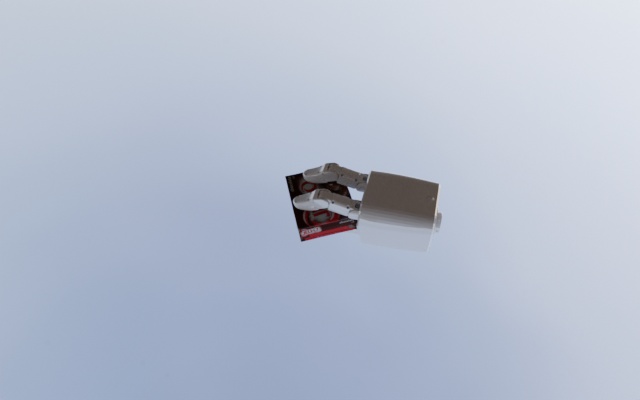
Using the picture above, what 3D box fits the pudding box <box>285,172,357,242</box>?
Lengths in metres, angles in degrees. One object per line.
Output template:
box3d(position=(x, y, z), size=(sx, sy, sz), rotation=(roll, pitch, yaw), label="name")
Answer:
box3d(position=(0.000, 0.003, 0.734), size=(0.090, 0.113, 0.039), rotation=(-13, -42, -6), label="pudding box")
